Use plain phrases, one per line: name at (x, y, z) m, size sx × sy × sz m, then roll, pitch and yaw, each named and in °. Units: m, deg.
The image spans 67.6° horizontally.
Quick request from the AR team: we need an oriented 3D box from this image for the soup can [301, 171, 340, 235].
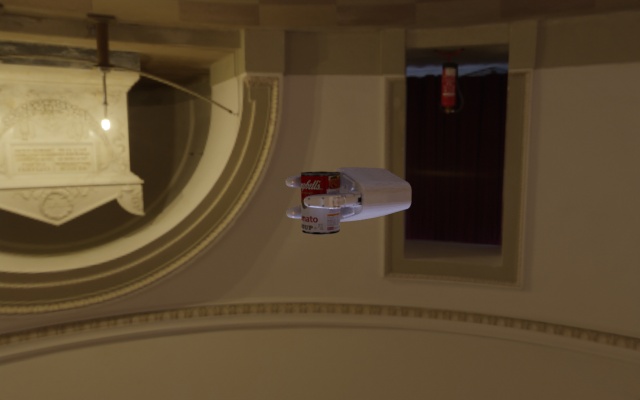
soup can at (0.000, 0.003, 0.819) m, size 0.068 × 0.102 × 0.068 m, roll 0°, pitch 7°, yaw 0°
